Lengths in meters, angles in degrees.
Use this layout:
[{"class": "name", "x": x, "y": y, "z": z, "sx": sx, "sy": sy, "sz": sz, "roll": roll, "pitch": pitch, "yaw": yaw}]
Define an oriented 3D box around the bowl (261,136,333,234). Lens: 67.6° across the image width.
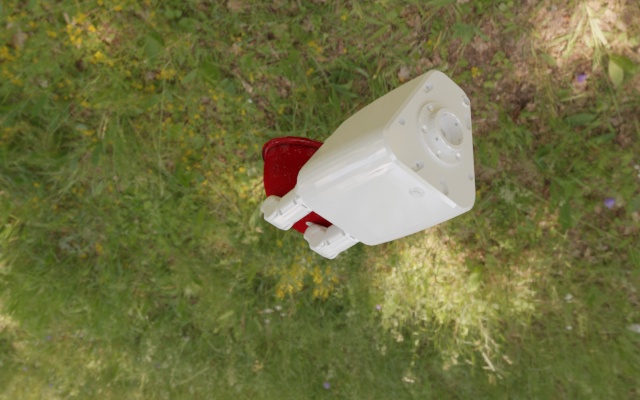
[{"class": "bowl", "x": 0.000, "y": 0.002, "z": 0.507, "sx": 0.162, "sy": 0.055, "sz": 0.162, "roll": 22, "pitch": -20, "yaw": 9}]
